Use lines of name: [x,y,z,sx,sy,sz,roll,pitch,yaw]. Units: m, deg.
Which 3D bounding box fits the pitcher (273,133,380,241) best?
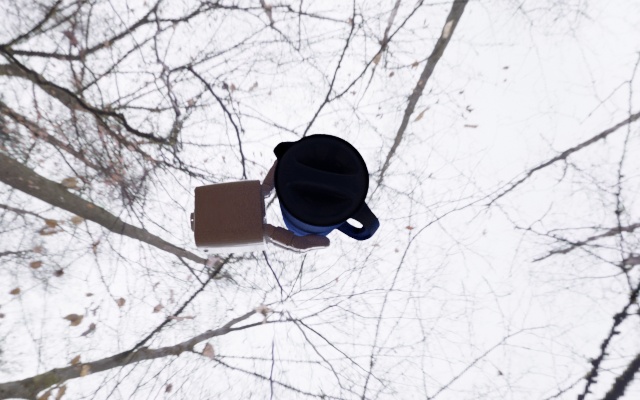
pitcher: [0.000,0.002,0.765,0.145,0.149,0.243,-6,-12,-6]
